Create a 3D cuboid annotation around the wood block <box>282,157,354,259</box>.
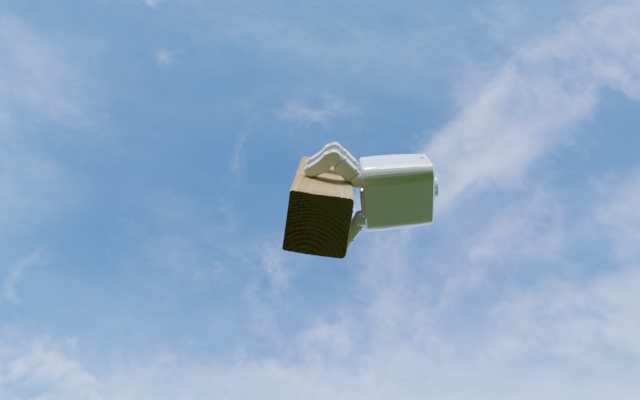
[{"bbox_3d":[0.000,0.003,0.742,0.090,0.091,0.206,8,18,0],"label":"wood block"}]
